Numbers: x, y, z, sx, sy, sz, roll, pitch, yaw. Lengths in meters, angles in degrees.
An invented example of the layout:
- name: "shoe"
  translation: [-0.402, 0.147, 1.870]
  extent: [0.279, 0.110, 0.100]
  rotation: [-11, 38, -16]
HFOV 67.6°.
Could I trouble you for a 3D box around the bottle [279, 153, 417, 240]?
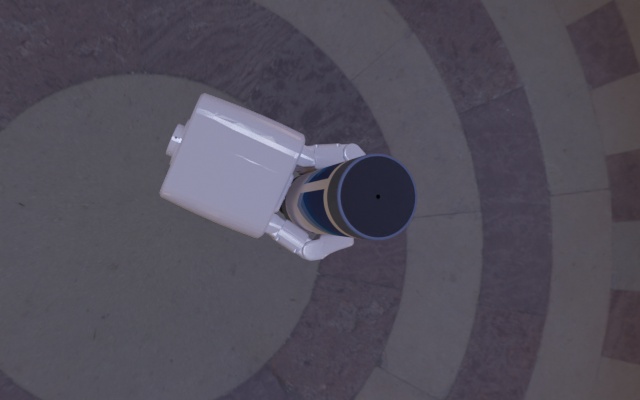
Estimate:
- name: "bottle"
  translation: [0.000, 0.002, 0.501]
  extent: [0.069, 0.069, 0.296]
  rotation: [0, -2, -17]
